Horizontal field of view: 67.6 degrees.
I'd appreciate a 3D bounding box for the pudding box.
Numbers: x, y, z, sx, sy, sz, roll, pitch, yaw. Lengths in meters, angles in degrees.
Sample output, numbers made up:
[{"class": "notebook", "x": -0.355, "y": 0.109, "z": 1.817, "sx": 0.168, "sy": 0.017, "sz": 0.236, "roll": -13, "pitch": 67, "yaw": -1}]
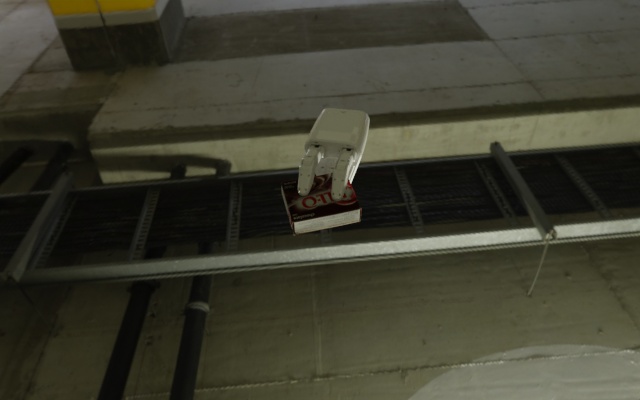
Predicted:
[{"class": "pudding box", "x": 0.000, "y": 0.003, "z": 0.768, "sx": 0.113, "sy": 0.039, "sz": 0.090, "roll": -13, "pitch": 46, "yaw": -7}]
